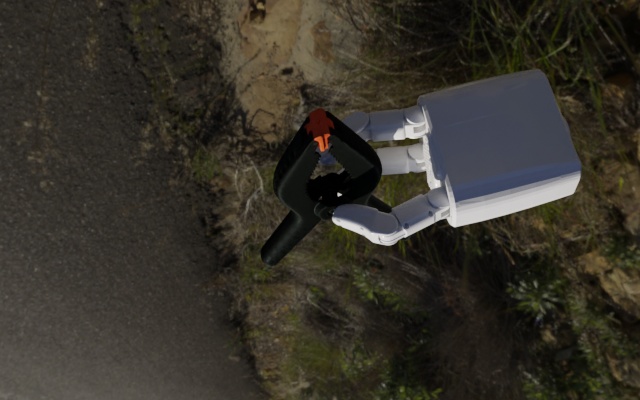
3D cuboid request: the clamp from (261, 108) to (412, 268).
[{"bbox_3d":[0.000,0.002,0.439,0.164,0.036,0.210,-16,-33,5],"label":"clamp"}]
